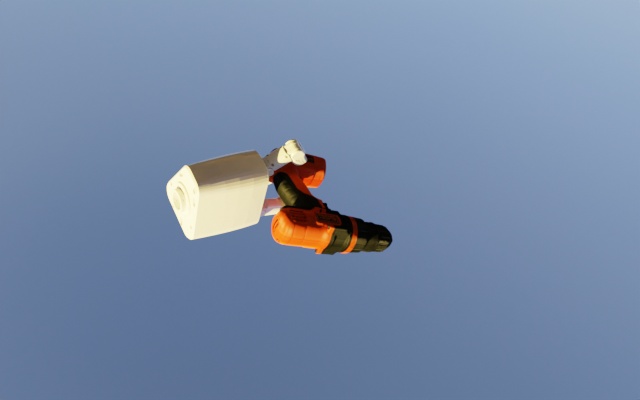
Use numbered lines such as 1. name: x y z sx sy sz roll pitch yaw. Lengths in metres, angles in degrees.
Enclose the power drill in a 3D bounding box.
1. power drill: 0.000 0.002 0.699 0.184 0.057 0.187 11 32 -31
